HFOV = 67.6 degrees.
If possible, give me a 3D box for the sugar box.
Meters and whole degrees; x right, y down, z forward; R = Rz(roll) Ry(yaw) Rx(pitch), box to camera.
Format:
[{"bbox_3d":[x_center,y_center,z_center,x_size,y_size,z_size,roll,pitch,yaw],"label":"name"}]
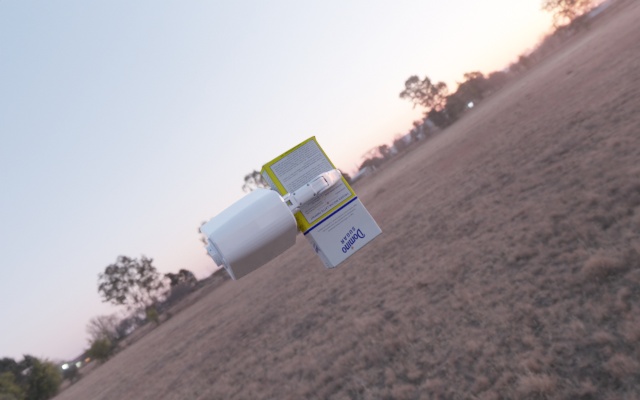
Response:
[{"bbox_3d":[0.000,0.002,0.695,0.093,0.176,0.048,-33,-1,-16],"label":"sugar box"}]
